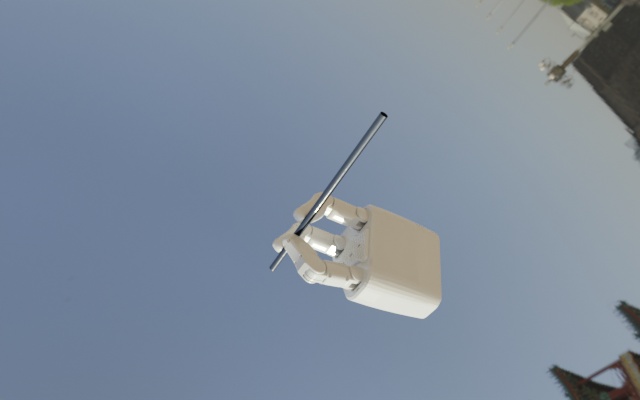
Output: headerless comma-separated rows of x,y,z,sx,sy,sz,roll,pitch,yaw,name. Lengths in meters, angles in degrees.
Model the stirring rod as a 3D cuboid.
0.000,0.002,0.502,0.011,0.011,0.240,0,-41,-40,stirring rod
